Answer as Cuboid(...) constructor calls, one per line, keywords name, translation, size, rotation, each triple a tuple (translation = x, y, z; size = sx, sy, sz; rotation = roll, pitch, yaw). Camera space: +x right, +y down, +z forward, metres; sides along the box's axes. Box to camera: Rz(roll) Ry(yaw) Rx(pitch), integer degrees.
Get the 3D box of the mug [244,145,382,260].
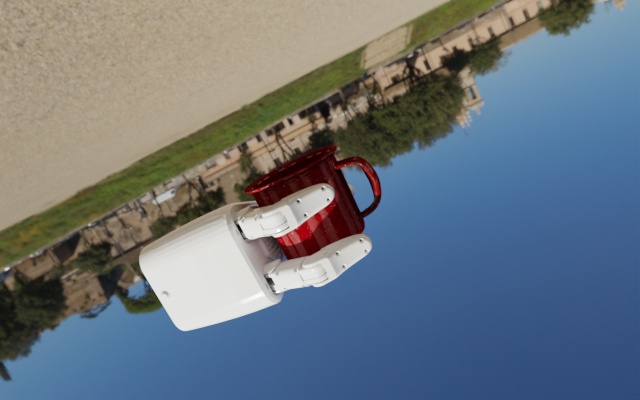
Cuboid(name="mug", translation=(0.001, 0.001, 0.436), size=(0.117, 0.081, 0.093), rotation=(-22, 13, 19))
